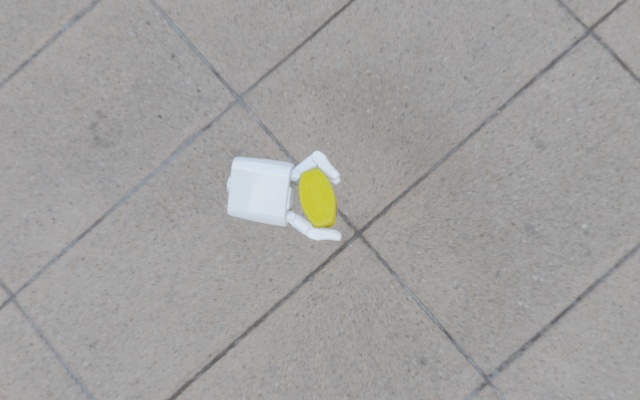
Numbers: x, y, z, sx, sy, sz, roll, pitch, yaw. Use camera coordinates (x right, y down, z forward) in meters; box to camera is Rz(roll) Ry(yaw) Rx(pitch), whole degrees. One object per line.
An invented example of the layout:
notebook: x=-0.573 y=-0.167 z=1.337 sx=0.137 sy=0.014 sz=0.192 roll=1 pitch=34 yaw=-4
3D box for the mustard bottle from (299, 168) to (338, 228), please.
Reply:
mustard bottle: x=0.000 y=0.003 z=0.864 sx=0.058 sy=0.096 sz=0.191 roll=-15 pitch=-6 yaw=2
